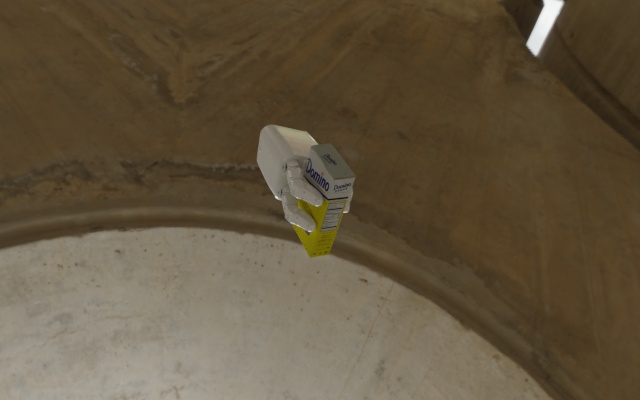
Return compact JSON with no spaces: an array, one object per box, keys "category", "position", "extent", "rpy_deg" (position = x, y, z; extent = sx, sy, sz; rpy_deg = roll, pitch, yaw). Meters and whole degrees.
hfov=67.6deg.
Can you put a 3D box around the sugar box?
[{"category":"sugar box","position":[0.000,0.003,0.800],"extent":[0.048,0.176,0.093],"rpy_deg":[-9,44,-25]}]
